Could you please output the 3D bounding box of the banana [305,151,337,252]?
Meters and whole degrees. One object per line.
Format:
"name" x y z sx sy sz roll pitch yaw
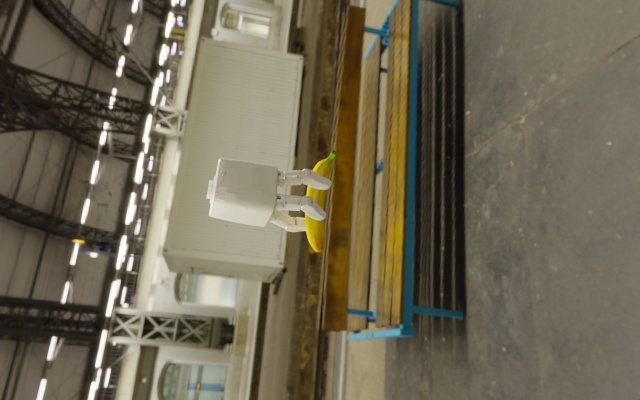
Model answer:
"banana" -0.005 0.004 0.906 0.037 0.197 0.070 12 -17 -16
